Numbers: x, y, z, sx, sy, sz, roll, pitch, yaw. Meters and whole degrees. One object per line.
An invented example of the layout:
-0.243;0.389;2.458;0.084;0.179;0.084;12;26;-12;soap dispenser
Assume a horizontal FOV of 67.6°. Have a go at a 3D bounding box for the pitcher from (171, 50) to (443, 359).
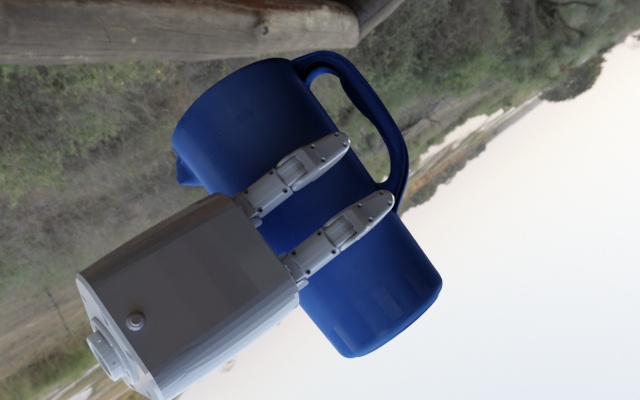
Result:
0.000;0.001;0.414;0.145;0.243;0.149;-32;-9;-37;pitcher
